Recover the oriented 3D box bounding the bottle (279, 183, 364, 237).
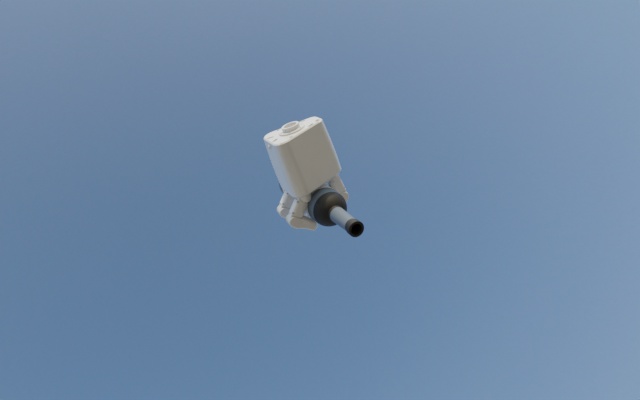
[{"bbox_3d":[0.000,0.003,0.884,0.069,0.069,0.295,0,17,-24],"label":"bottle"}]
